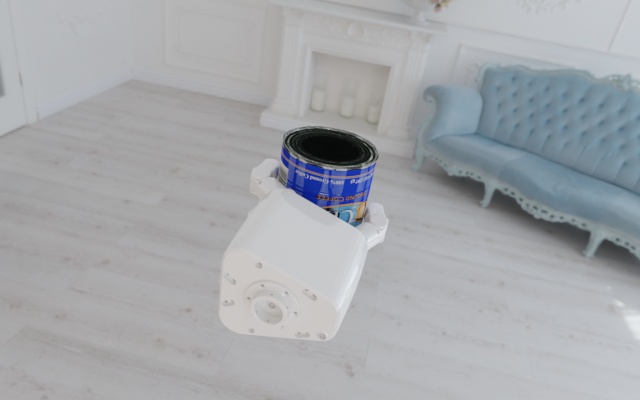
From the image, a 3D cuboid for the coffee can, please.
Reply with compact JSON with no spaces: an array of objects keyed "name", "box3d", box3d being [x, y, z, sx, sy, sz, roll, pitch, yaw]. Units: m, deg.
[{"name":"coffee can","box3d":[0.000,0.002,0.532,0.103,0.140,0.102,8,30,-4]}]
